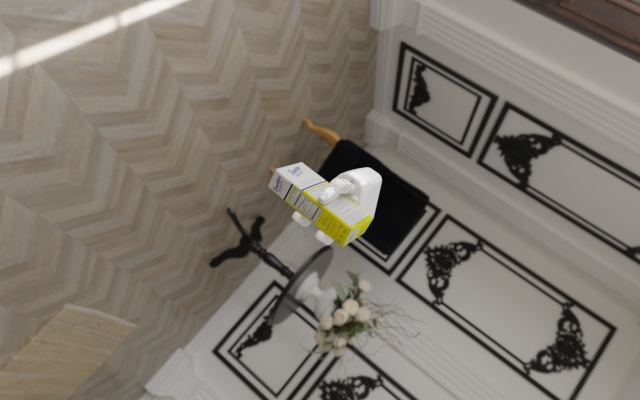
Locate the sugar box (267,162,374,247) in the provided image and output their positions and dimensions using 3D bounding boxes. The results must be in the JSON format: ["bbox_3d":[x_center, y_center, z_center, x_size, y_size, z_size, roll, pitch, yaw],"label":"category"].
[{"bbox_3d":[0.000,0.003,0.854,0.176,0.048,0.093,36,27,18],"label":"sugar box"}]
